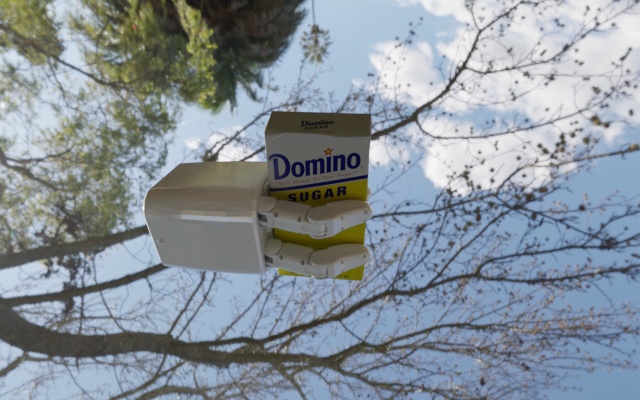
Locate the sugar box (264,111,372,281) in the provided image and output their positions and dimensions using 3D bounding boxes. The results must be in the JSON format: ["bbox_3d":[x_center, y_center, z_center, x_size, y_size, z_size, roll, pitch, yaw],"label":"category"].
[{"bbox_3d":[0.000,0.002,0.464,0.093,0.176,0.048,2,40,6],"label":"sugar box"}]
